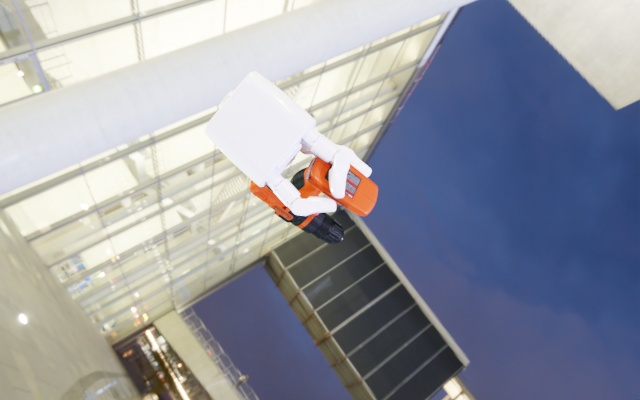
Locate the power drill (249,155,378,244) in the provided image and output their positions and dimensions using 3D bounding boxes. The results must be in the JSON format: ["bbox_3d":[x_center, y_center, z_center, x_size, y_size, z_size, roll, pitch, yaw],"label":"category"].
[{"bbox_3d":[0.000,0.002,0.723,0.184,0.057,0.188,34,-28,-21],"label":"power drill"}]
